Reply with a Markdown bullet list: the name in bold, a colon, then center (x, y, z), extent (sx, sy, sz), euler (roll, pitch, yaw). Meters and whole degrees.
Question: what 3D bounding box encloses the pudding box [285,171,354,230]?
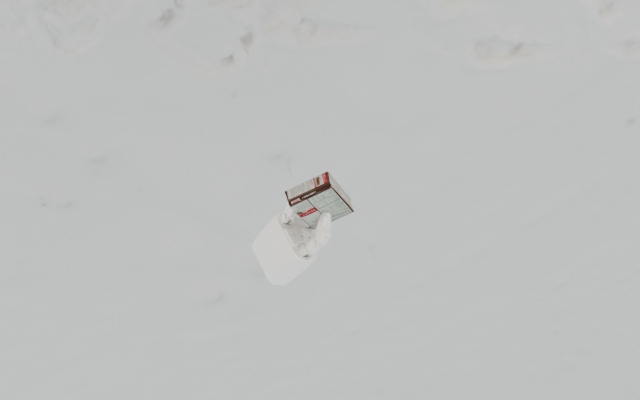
- **pudding box**: center (0.000, 0.003, 0.886), extent (0.090, 0.039, 0.113), euler (-25, -33, 13)
